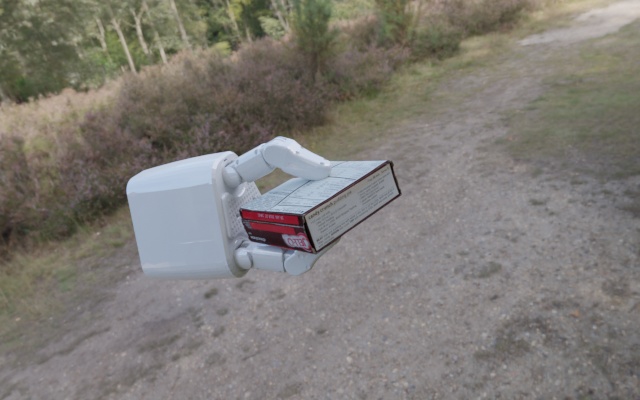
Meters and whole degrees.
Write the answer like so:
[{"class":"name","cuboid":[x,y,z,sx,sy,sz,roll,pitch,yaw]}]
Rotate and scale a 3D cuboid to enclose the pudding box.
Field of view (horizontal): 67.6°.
[{"class":"pudding box","cuboid":[0.000,0.001,0.414,0.113,0.039,0.090,-33,25,-35]}]
